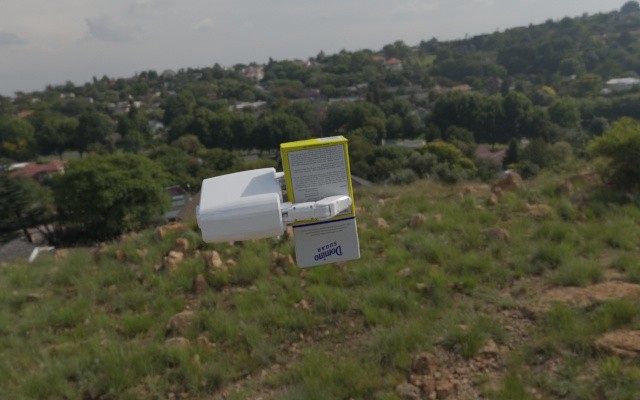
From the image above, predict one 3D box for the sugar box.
[{"bbox_3d":[0.000,0.002,0.682,0.093,0.176,0.048,-8,16,-5],"label":"sugar box"}]
